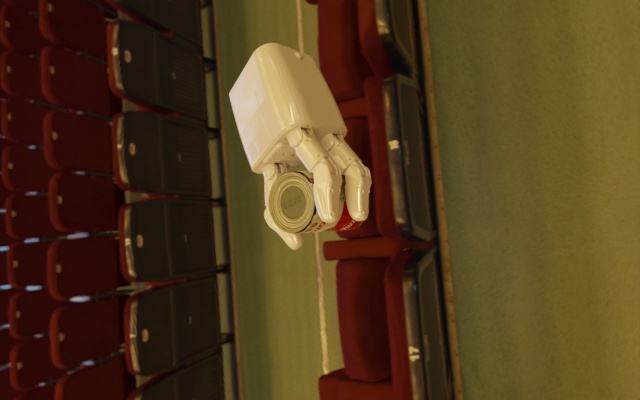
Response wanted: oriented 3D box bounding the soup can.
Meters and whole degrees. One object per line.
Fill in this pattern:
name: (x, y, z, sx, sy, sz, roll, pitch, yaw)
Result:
soup can: (0.000, 0.002, 0.537, 0.068, 0.068, 0.102, 0, 0, 38)
